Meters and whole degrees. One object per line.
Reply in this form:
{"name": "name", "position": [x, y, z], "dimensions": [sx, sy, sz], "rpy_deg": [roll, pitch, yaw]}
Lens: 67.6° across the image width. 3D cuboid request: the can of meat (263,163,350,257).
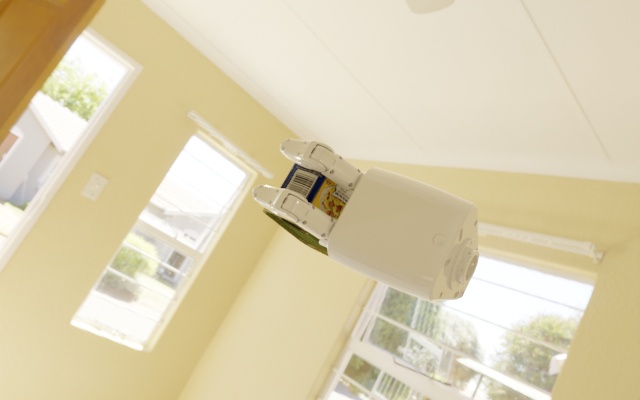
{"name": "can of meat", "position": [0.000, 0.001, 0.503], "dimensions": [0.057, 0.084, 0.102], "rpy_deg": [21, -15, 37]}
